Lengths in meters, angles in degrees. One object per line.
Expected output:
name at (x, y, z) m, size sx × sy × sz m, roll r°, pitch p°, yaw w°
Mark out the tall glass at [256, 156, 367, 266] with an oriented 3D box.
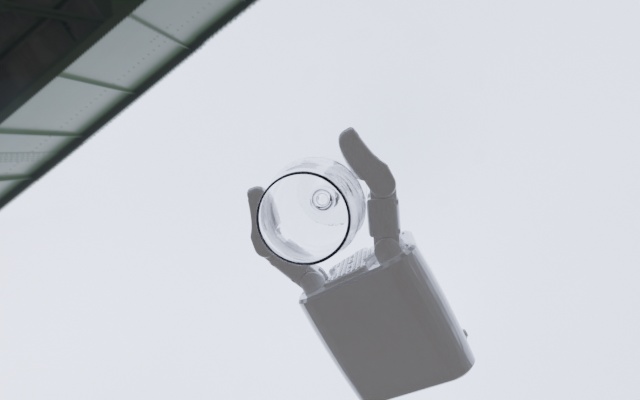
tall glass at (0.000, 0.001, 0.404) m, size 0.079 × 0.079 × 0.201 m, roll 0°, pitch 6°, yaw 7°
